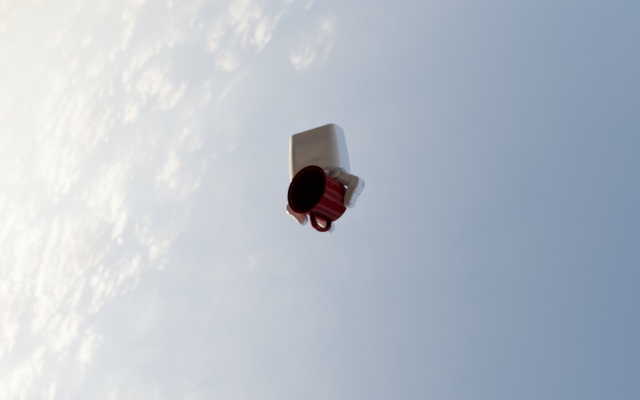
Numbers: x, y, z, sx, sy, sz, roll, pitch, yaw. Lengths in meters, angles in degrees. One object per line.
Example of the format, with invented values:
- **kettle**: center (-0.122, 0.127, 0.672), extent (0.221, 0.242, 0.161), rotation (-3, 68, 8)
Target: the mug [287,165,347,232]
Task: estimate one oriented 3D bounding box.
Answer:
- **mug**: center (0.000, 0.004, 0.878), extent (0.093, 0.117, 0.081), rotation (-24, -33, 31)
